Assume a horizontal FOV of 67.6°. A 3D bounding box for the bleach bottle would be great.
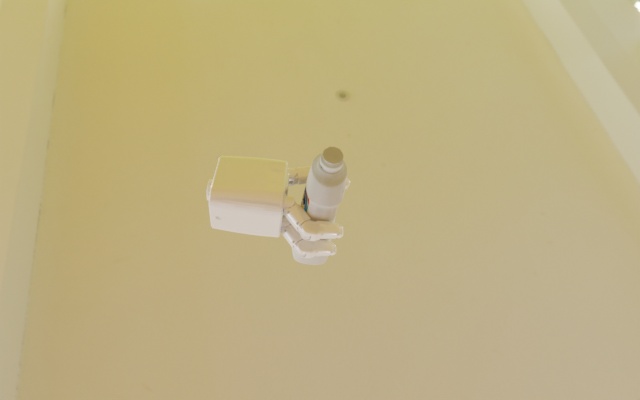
[{"bbox_3d":[0.000,0.002,0.727,0.068,0.102,0.251,6,-34,-5],"label":"bleach bottle"}]
